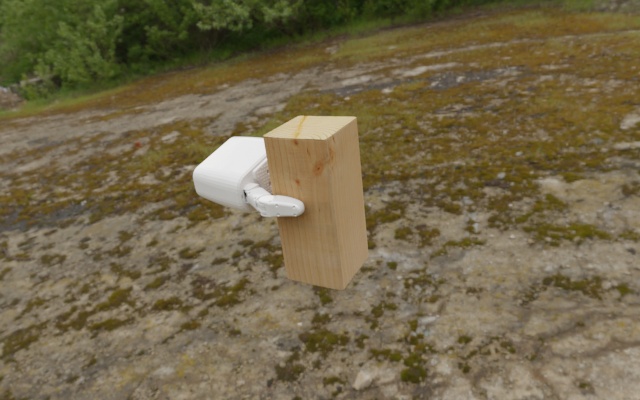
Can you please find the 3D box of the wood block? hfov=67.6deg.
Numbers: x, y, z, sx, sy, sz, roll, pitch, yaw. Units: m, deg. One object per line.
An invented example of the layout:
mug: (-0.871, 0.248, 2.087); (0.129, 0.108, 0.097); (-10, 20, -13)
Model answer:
wood block: (0.000, 0.002, 0.629); (0.090, 0.206, 0.090); (7, 28, 29)
